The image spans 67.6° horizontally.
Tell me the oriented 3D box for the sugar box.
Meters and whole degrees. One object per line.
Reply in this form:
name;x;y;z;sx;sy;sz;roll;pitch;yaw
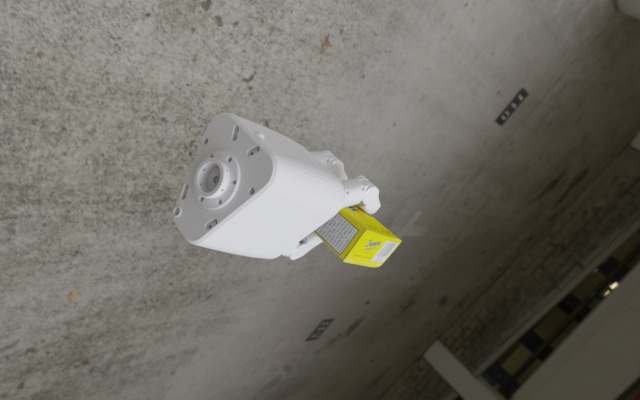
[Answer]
sugar box;0.000;0.001;0.535;0.176;0.048;0.093;44;12;30
